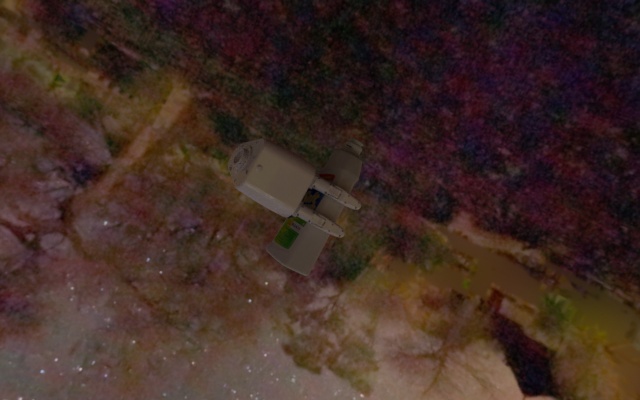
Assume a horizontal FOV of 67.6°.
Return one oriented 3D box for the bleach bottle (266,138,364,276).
[{"bbox_3d":[0.000,0.003,0.852,0.068,0.251,0.102,30,-2,-31],"label":"bleach bottle"}]
